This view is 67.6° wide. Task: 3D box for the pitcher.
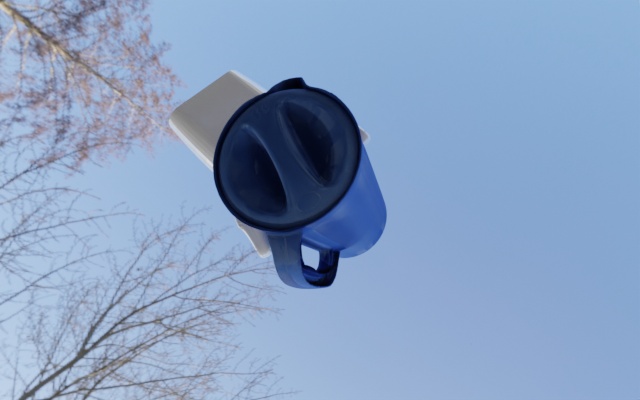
[{"bbox_3d":[0.000,0.001,0.504,0.145,0.149,0.243,41,-1,23],"label":"pitcher"}]
